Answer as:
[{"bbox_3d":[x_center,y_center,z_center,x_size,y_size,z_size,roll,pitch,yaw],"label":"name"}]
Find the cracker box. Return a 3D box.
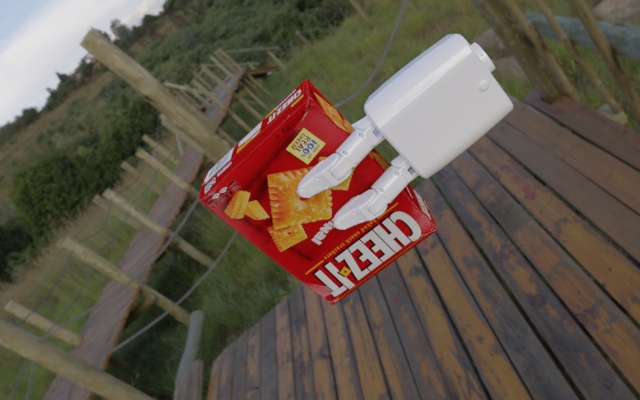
[{"bbox_3d":[0.000,0.002,0.535,0.164,0.214,0.072,-39,25,18],"label":"cracker box"}]
